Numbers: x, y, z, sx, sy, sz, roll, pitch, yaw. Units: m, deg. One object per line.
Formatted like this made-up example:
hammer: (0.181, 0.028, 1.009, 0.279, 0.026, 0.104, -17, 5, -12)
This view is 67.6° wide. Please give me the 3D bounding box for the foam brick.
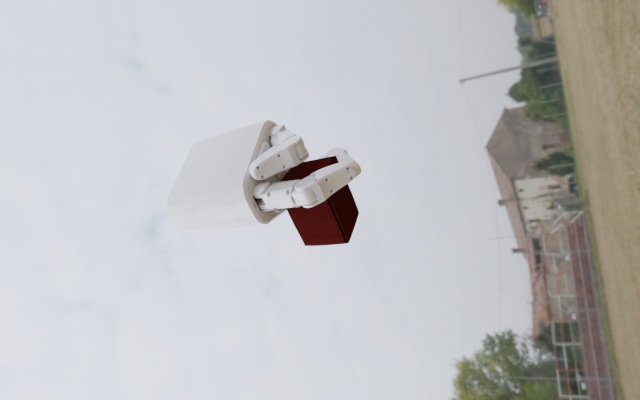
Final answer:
foam brick: (0.000, 0.002, 0.499, 0.051, 0.078, 0.053, -9, 31, 26)
